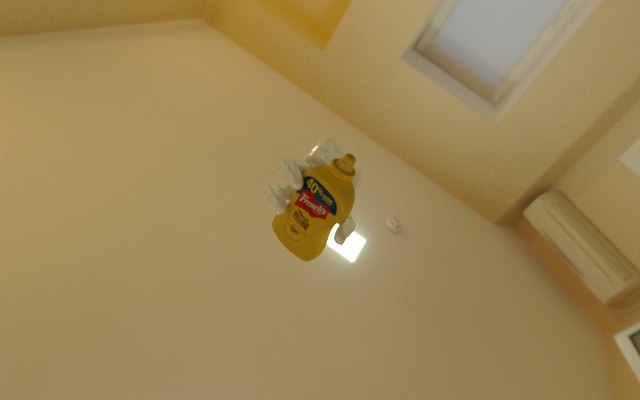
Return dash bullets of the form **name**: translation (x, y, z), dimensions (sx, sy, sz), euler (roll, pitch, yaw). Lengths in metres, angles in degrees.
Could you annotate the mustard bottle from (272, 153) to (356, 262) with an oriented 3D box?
- **mustard bottle**: translation (0.000, 0.003, 0.753), dimensions (0.096, 0.192, 0.058), euler (47, 34, 19)
